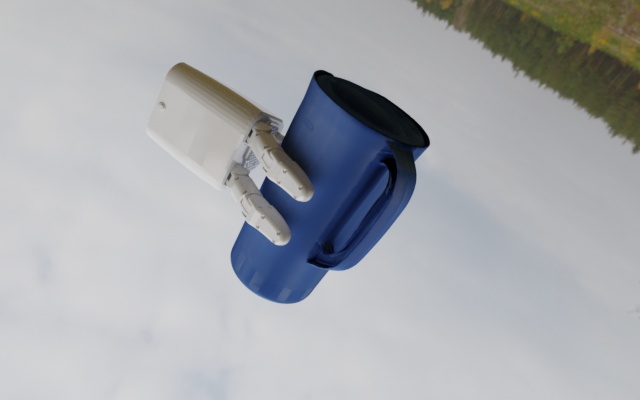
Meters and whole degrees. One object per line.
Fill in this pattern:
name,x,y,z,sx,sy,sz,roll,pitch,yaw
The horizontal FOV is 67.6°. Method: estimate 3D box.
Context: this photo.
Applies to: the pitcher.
pitcher,0.000,0.002,0.508,0.145,0.243,0.149,35,26,6
